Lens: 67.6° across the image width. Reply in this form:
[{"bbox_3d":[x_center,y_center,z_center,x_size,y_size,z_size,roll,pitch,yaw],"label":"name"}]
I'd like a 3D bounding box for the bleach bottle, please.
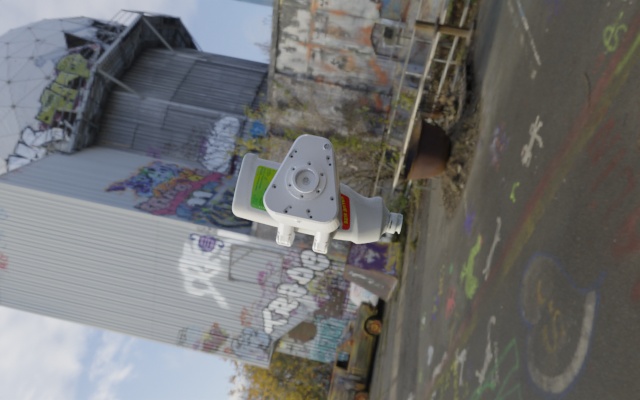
[{"bbox_3d":[0.000,0.002,0.726,0.251,0.102,0.068,12,-8,4],"label":"bleach bottle"}]
